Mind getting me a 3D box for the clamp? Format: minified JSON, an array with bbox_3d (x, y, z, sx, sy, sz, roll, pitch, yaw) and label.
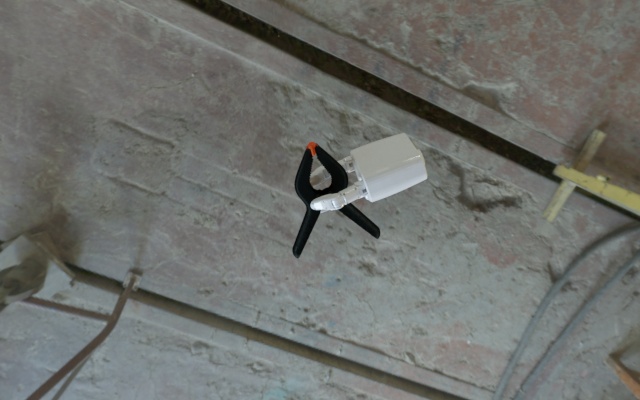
[{"bbox_3d":[0.000,0.002,0.846,0.164,0.210,0.036,-21,20,2],"label":"clamp"}]
